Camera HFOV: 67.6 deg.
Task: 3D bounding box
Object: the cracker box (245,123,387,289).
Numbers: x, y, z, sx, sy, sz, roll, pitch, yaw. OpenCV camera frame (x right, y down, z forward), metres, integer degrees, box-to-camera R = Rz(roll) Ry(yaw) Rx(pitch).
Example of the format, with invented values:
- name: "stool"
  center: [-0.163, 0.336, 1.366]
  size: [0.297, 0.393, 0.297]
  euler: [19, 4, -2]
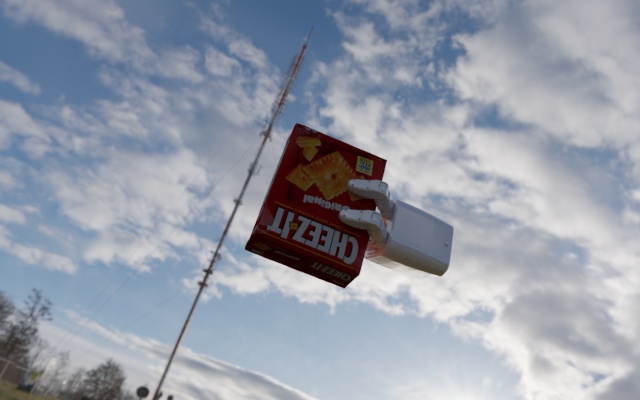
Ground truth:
- name: "cracker box"
  center: [0.000, 0.002, 0.734]
  size: [0.164, 0.213, 0.072]
  euler: [22, -32, -8]
